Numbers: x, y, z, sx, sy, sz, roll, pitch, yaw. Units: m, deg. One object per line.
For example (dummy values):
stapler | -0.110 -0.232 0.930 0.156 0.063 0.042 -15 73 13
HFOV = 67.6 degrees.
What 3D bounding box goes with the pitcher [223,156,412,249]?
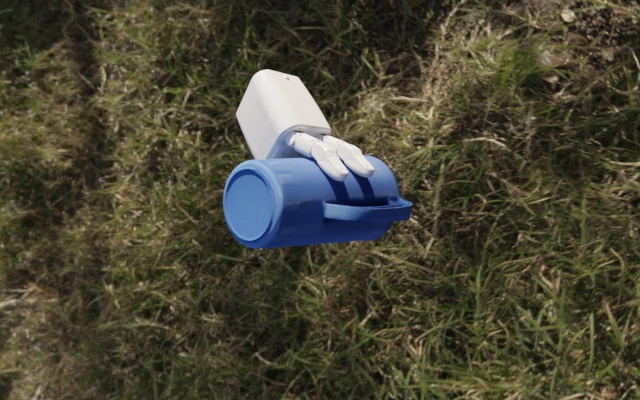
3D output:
pitcher | 0.000 0.002 0.652 0.243 0.145 0.149 -4 -30 -49
